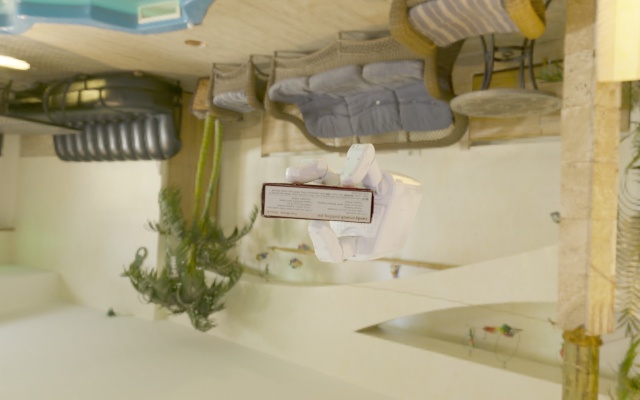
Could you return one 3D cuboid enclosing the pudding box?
[{"bbox_3d":[0.000,0.002,0.507,0.113,0.039,0.090,2,0,4],"label":"pudding box"}]
